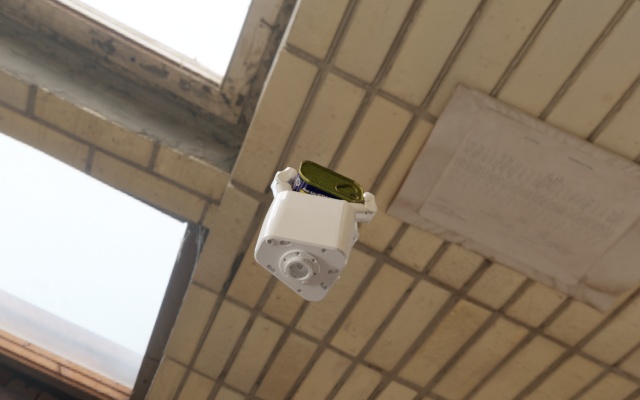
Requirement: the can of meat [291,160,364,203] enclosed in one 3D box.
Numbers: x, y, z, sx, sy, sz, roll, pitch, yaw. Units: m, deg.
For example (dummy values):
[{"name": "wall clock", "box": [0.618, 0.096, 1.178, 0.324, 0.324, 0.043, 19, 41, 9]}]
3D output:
[{"name": "can of meat", "box": [0.000, 0.002, 0.706, 0.102, 0.084, 0.057, 24, 30, -10]}]
